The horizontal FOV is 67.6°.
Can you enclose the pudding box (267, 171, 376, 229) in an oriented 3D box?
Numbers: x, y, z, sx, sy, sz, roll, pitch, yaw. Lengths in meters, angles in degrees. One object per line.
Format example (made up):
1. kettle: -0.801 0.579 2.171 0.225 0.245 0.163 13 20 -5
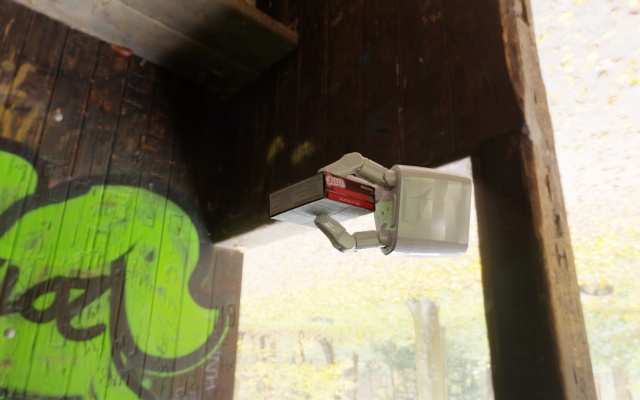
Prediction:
1. pudding box: 0.000 0.002 0.607 0.090 0.039 0.113 16 -26 -40
